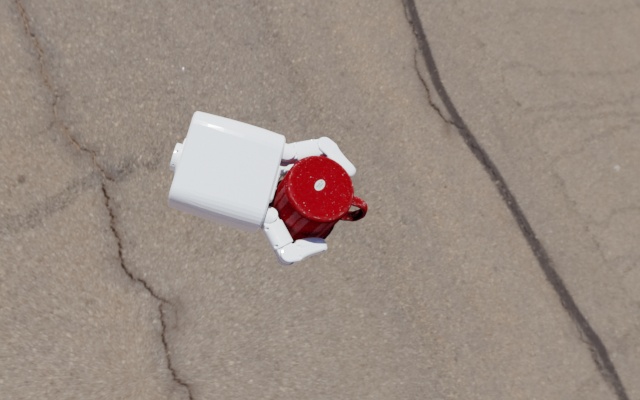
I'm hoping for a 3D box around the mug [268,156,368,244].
[{"bbox_3d":[0.001,0.002,0.567,0.117,0.093,0.081,16,-24,-13],"label":"mug"}]
